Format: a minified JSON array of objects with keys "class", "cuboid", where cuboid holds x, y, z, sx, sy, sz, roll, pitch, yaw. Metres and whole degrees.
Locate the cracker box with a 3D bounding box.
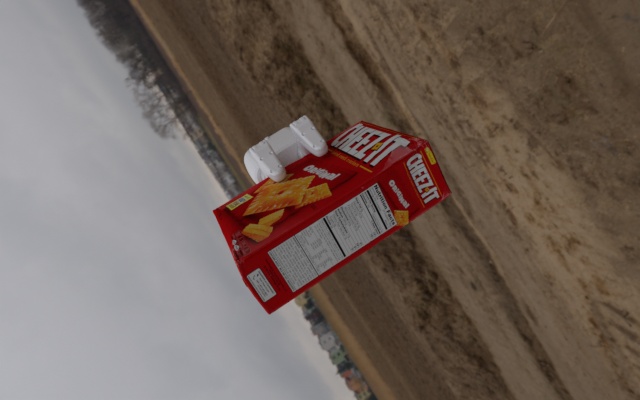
[{"class":"cracker box","cuboid":[0.000,0.002,0.509,0.213,0.072,0.164,-33,24,-7]}]
